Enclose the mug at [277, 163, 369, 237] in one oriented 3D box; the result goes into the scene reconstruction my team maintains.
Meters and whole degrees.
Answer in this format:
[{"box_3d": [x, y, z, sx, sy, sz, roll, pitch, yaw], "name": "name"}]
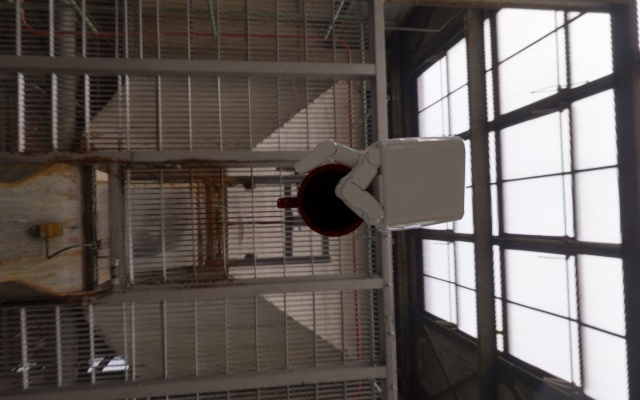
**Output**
[{"box_3d": [-0.001, 0.002, 0.640, 0.117, 0.093, 0.081, -6, -1, -8], "name": "mug"}]
